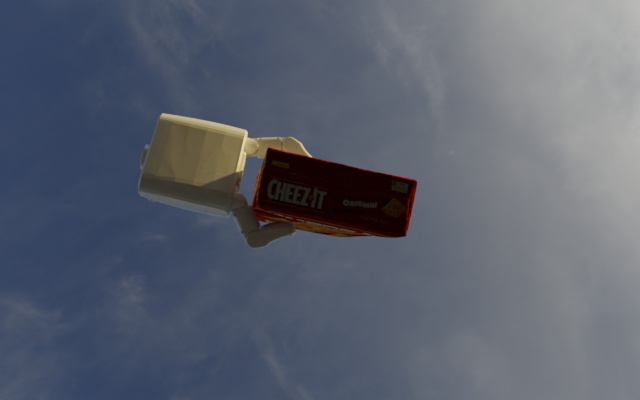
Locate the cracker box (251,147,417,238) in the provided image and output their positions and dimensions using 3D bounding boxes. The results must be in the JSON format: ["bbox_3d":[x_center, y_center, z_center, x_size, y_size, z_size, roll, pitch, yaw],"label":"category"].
[{"bbox_3d":[0.000,0.002,0.593,0.164,0.072,0.214,11,-6,-9],"label":"cracker box"}]
